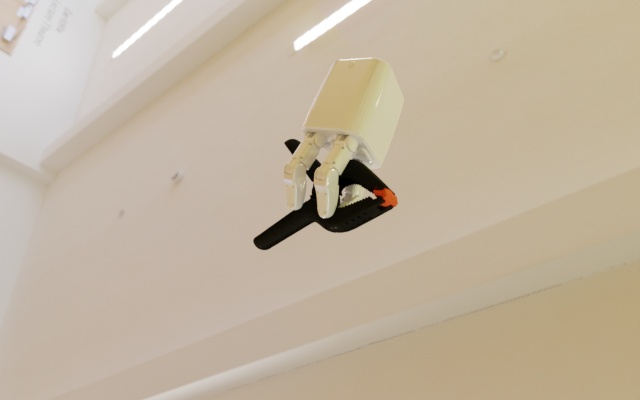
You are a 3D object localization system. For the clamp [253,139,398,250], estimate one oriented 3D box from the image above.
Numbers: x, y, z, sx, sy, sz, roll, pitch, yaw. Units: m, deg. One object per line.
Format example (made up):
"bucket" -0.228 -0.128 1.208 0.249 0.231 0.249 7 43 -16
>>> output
"clamp" 0.001 0.002 0.611 0.210 0.164 0.036 12 -12 44
